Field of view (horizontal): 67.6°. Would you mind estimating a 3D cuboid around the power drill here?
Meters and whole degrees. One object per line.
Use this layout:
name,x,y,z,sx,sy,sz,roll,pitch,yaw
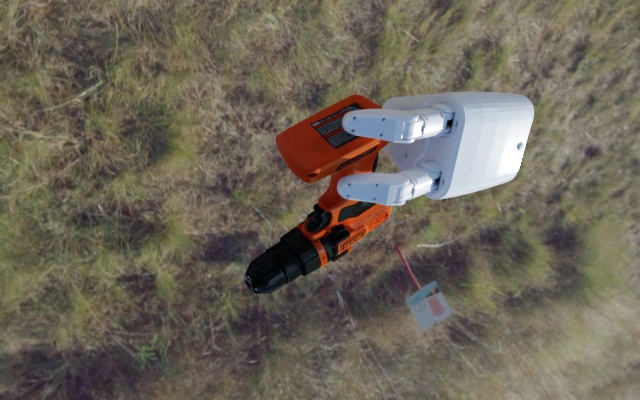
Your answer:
power drill,0.000,0.001,0.465,0.184,0.057,0.188,-33,-28,-23
